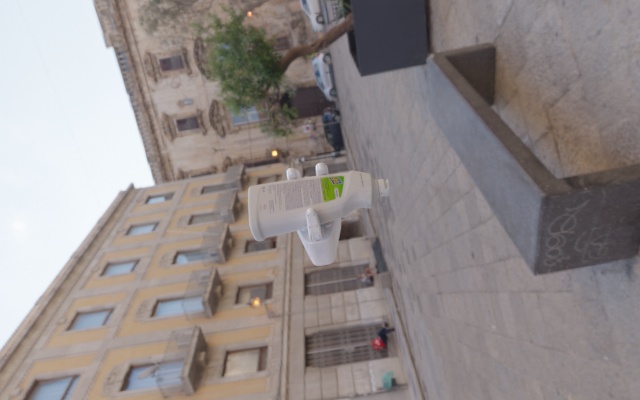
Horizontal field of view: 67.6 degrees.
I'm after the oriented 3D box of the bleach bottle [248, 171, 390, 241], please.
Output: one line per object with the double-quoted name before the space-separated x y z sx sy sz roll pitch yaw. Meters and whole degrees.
"bleach bottle" 0.000 0.003 0.857 0.251 0.102 0.068 -9 -34 2
